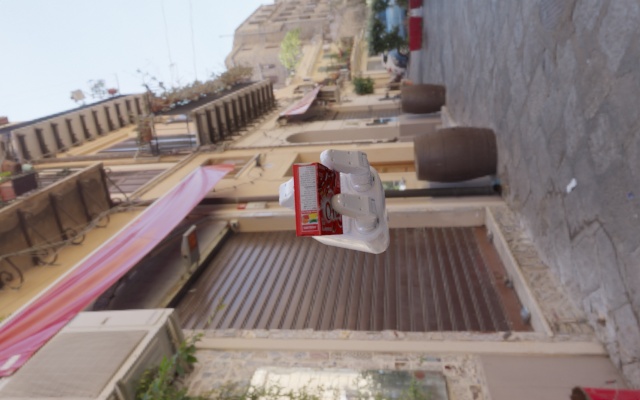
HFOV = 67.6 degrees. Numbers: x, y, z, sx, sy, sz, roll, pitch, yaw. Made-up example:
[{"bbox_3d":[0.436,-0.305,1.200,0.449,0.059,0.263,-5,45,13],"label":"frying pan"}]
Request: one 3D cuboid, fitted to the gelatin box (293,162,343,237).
[{"bbox_3d":[0.000,0.002,0.508,0.030,0.073,0.089,-4,-5,17],"label":"gelatin box"}]
